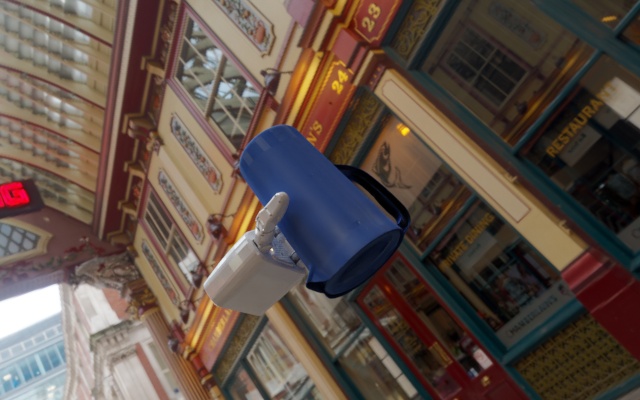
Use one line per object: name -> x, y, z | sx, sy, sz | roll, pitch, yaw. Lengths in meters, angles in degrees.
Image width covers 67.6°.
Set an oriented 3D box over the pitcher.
pitcher -> 0.000, 0.002, 0.676 | 0.242, 0.145, 0.149 | 49, 17, 25
